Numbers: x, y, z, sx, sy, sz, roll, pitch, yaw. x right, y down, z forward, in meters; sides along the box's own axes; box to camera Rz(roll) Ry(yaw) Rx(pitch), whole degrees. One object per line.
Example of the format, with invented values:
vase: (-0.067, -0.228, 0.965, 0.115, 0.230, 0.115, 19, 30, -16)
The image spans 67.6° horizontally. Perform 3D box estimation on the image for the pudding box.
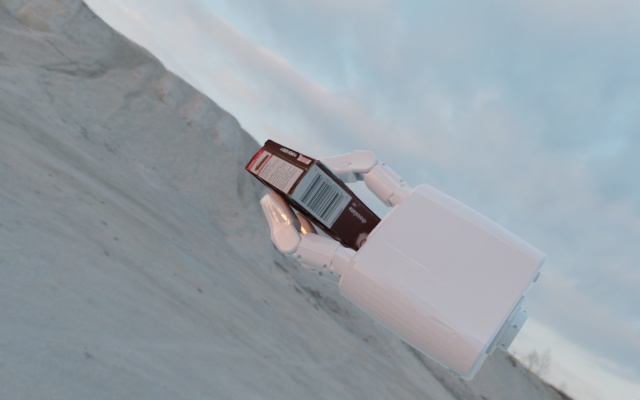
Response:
pudding box: (0.000, 0.001, 0.409, 0.113, 0.039, 0.090, 43, -8, -34)
